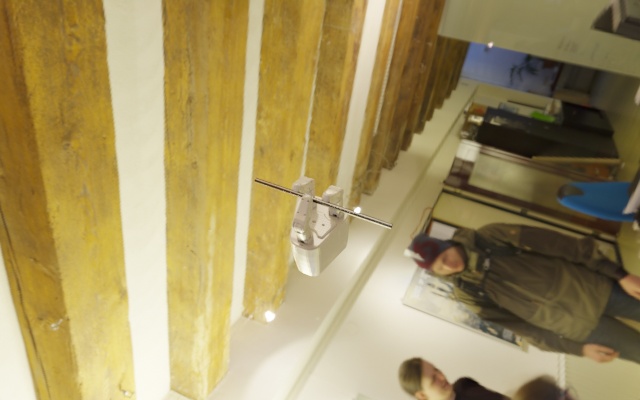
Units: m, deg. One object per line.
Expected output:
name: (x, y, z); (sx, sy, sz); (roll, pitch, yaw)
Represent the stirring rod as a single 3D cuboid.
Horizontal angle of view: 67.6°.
stirring rod: (0.000, 0.003, 0.765); (0.239, 0.011, 0.011); (19, 6, 17)
